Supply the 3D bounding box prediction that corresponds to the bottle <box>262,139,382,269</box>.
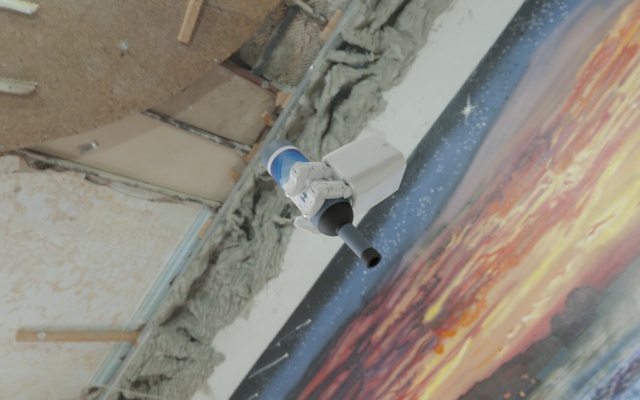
[{"bbox_3d":[0.000,0.002,0.776,0.069,0.069,0.295,0,35,-40],"label":"bottle"}]
